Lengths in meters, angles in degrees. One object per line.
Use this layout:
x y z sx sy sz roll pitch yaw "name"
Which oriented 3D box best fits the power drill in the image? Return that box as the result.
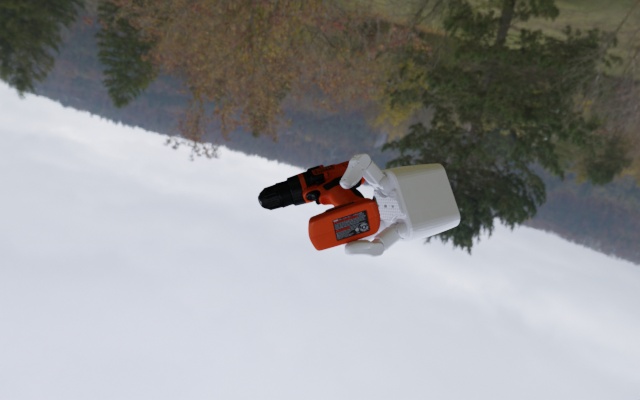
0.000 0.003 0.736 0.184 0.057 0.187 -18 29 -5 "power drill"
